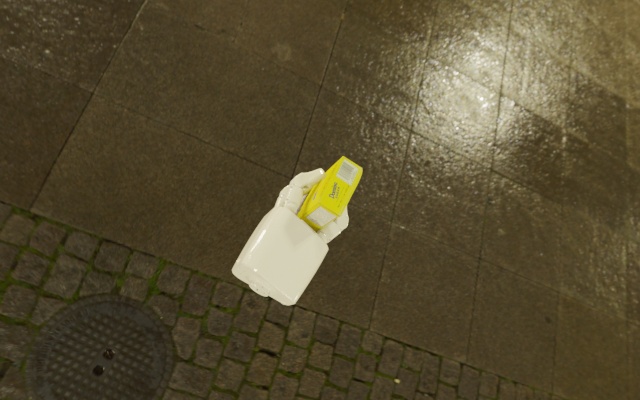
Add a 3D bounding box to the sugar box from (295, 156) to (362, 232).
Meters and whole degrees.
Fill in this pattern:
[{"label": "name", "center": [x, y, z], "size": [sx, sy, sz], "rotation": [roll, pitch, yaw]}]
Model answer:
[{"label": "sugar box", "center": [0.000, 0.002, 0.786], "size": [0.048, 0.093, 0.176], "rotation": [34, -27, -12]}]
